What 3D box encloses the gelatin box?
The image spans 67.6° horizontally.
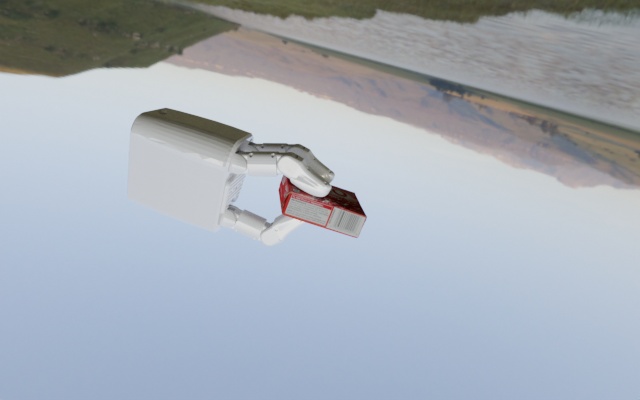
[{"bbox_3d":[0.000,0.002,0.520,0.089,0.030,0.073,19,18,-13],"label":"gelatin box"}]
